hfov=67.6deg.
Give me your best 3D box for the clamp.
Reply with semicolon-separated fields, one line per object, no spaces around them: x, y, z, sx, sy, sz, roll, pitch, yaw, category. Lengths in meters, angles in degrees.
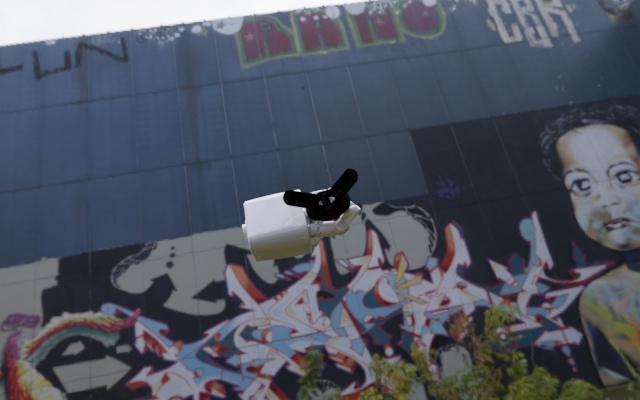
0.000;0.002;0.797;0.120;0.039;0.171;-11;-23;-4;clamp
